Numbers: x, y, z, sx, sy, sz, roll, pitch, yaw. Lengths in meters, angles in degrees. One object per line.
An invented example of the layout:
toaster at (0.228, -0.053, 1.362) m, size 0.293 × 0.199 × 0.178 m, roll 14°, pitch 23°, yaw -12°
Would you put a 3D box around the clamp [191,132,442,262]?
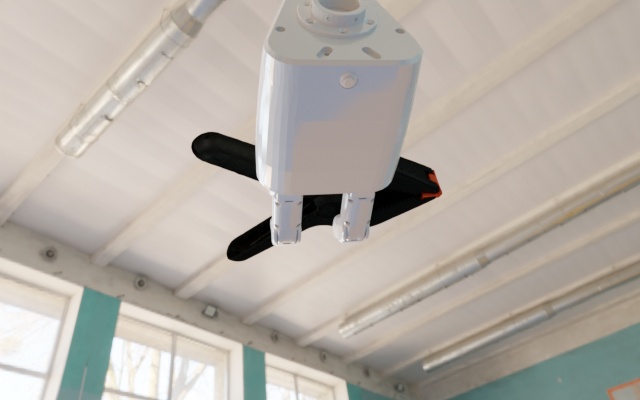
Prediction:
clamp at (0.001, 0.001, 0.429) m, size 0.210 × 0.036 × 0.165 m, roll -2°, pitch -37°, yaw -9°
